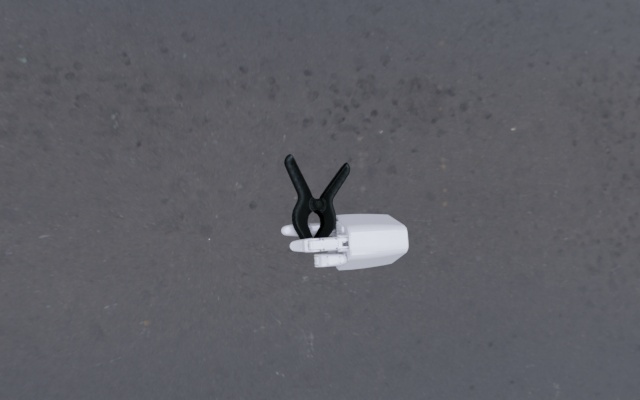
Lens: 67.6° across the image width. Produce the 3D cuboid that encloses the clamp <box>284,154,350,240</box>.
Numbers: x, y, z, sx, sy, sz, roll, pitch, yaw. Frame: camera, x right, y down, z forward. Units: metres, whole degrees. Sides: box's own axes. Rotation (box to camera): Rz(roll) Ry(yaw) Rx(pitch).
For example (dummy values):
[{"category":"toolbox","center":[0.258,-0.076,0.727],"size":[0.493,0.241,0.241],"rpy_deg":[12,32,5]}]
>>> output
[{"category":"clamp","center":[0.000,0.003,0.836],"size":[0.120,0.171,0.039],"rpy_deg":[-3,-4,-14]}]
